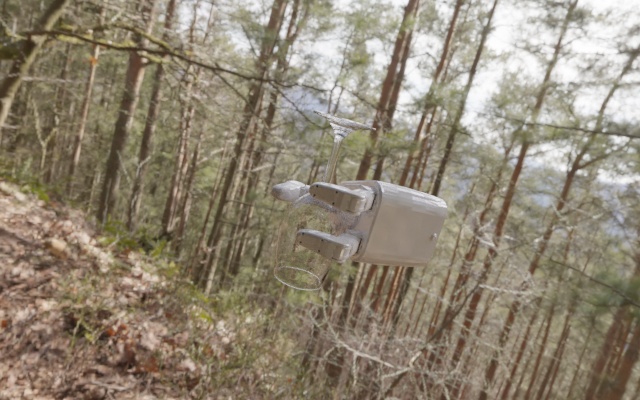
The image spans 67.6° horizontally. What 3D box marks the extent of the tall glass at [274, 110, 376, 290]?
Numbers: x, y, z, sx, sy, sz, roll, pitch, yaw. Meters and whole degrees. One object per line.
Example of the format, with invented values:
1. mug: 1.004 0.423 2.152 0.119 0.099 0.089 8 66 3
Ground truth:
1. tall glass: 0.000 0.001 0.561 0.079 0.201 0.079 16 12 -3
